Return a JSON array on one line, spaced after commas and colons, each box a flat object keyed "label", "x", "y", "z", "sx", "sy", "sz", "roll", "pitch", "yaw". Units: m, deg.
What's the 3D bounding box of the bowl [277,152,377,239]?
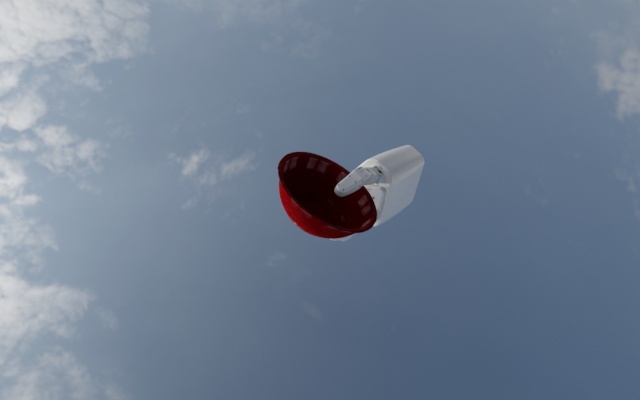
[{"label": "bowl", "x": -0.001, "y": 0.003, "z": 0.692, "sx": 0.162, "sy": 0.162, "sz": 0.055, "roll": 0, "pitch": -44, "yaw": -43}]
